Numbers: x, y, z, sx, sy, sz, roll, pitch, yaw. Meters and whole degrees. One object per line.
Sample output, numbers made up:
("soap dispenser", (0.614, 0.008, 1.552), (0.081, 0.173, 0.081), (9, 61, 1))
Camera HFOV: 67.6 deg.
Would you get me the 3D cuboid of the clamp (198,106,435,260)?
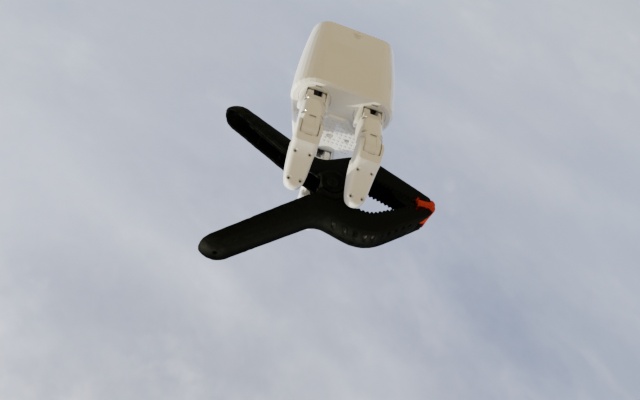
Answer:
("clamp", (0.000, 0.002, 0.422), (0.210, 0.164, 0.036), (16, -40, -8))
